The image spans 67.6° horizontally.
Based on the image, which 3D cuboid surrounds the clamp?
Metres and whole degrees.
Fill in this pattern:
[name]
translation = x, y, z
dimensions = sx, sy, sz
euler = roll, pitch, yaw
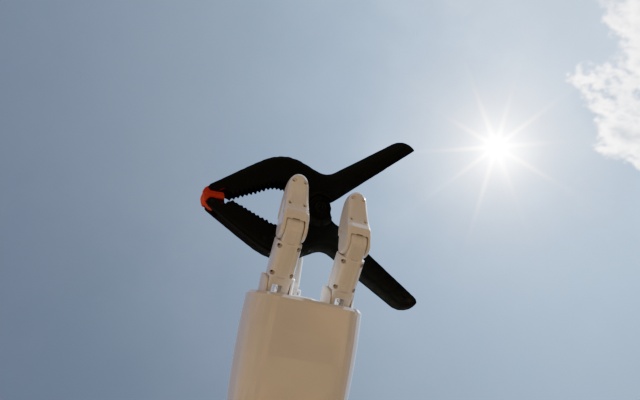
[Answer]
[clamp]
translation = -0.001, 0.002, 0.440
dimensions = 0.210, 0.164, 0.036
euler = 15, -20, -15
